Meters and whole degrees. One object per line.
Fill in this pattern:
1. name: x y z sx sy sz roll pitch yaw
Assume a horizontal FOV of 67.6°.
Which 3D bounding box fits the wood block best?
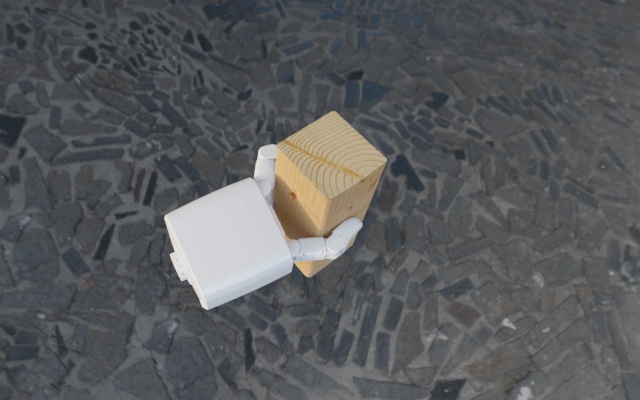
1. wood block: 0.000 0.002 0.603 0.090 0.090 0.206 -34 -21 -25
